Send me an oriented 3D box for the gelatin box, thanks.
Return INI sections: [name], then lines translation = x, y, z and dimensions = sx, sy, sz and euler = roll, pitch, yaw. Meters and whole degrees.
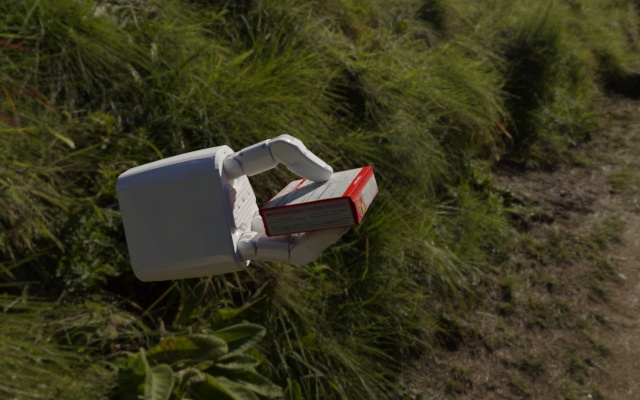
[gelatin box]
translation = 0.000, 0.001, 0.429
dimensions = 0.089, 0.030, 0.073
euler = -10, 19, 24
